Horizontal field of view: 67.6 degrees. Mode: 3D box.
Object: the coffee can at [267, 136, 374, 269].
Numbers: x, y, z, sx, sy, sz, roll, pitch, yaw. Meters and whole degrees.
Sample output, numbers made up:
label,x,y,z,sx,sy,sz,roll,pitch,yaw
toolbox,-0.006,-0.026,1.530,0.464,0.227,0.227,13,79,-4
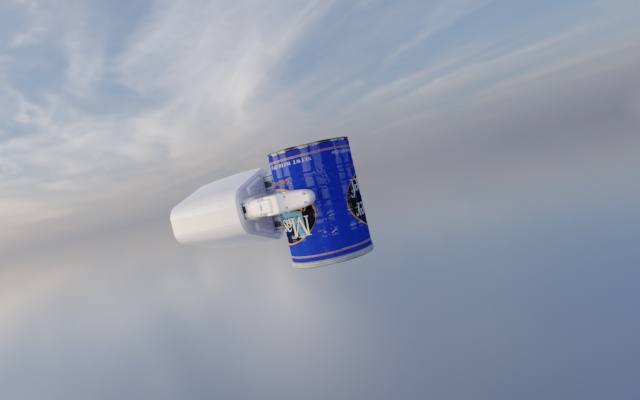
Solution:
label,x,y,z,sx,sy,sz,roll,pitch,yaw
coffee can,0.000,0.002,0.587,0.103,0.140,0.103,-13,2,1
